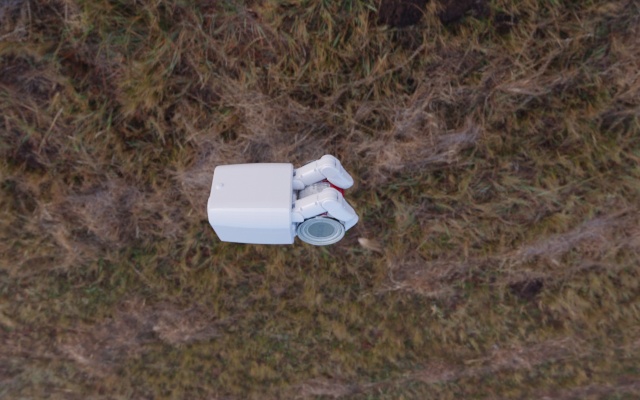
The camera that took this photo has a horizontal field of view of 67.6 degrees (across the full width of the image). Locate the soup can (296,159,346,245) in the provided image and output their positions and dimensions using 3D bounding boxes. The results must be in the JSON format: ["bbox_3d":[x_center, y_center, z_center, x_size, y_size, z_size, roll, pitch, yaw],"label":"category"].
[{"bbox_3d":[0.001,0.002,0.666,0.068,0.102,0.069,0,-38,0],"label":"soup can"}]
